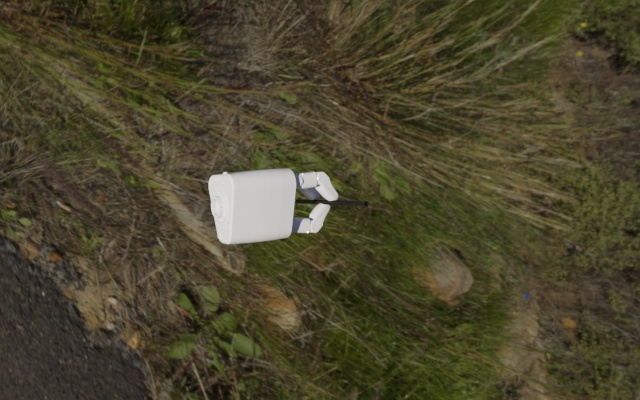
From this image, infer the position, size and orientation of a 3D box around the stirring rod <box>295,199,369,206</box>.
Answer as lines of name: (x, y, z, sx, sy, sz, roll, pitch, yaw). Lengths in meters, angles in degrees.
stirring rod: (0.000, 0.003, 0.814, 0.011, 0.011, 0.239, 0, 1, -35)
